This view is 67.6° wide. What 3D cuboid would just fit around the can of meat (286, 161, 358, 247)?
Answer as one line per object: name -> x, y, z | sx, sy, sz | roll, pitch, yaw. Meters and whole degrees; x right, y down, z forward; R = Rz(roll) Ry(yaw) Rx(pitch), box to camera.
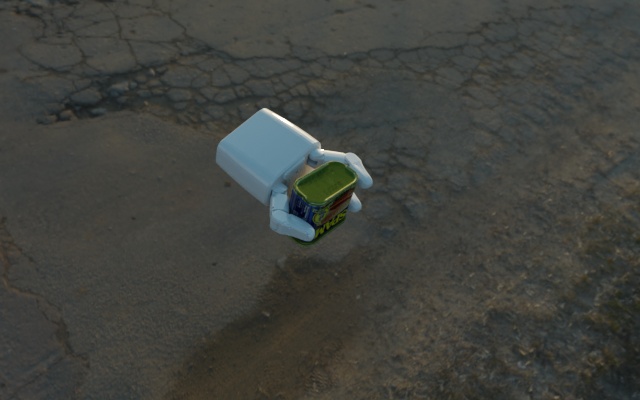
can of meat -> 0.000, 0.002, 0.656 | 0.057, 0.084, 0.102 | 39, 49, 21
